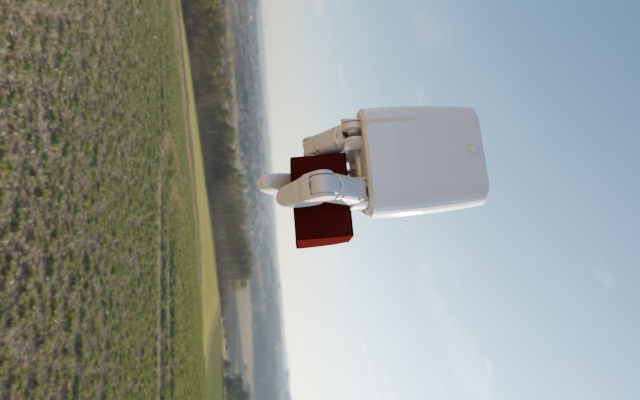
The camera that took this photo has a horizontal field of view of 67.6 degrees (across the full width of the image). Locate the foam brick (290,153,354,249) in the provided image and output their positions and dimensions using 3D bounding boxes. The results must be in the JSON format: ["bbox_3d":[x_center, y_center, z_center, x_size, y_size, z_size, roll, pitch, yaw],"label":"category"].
[{"bbox_3d":[0.000,0.002,0.440,0.051,0.078,0.053,-4,-12,-4],"label":"foam brick"}]
